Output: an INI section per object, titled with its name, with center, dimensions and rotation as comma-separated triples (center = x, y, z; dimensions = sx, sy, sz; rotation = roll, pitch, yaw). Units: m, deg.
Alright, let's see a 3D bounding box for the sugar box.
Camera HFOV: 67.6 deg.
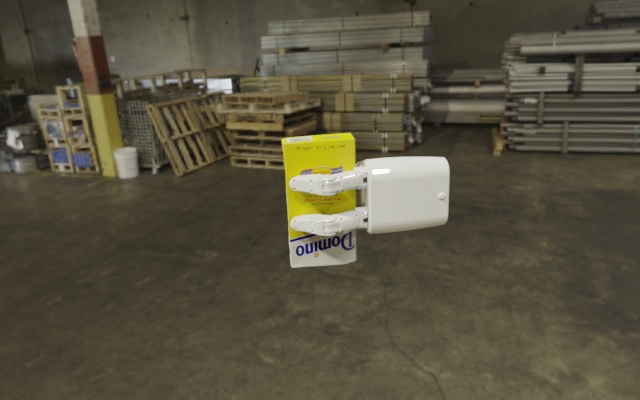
[sugar box]
center = 0.000, 0.002, 0.640
dimensions = 0.093, 0.176, 0.048
rotation = -5, 18, -4
